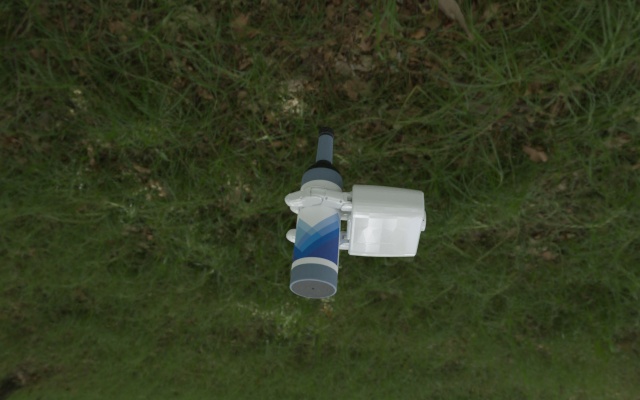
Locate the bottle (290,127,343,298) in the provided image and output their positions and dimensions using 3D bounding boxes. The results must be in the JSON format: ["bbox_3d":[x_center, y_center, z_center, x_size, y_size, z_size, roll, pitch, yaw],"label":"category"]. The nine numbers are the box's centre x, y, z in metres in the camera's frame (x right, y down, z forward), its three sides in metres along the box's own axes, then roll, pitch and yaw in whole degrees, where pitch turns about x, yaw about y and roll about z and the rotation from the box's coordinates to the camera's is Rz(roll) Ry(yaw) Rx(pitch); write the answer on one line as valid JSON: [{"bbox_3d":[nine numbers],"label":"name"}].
[{"bbox_3d":[0.000,0.003,0.751,0.069,0.295,0.069,3,-33,2],"label":"bottle"}]
